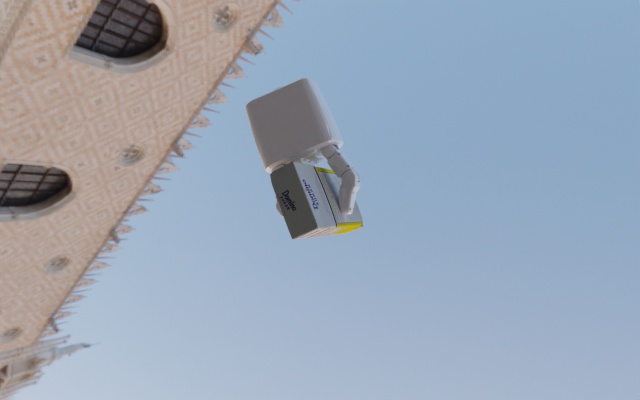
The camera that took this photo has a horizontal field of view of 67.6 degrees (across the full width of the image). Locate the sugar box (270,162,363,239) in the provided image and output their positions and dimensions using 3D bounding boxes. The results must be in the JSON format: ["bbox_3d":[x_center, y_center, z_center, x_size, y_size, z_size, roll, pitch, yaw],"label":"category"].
[{"bbox_3d":[0.000,0.002,0.668,0.048,0.093,0.176,-26,-12,24],"label":"sugar box"}]
